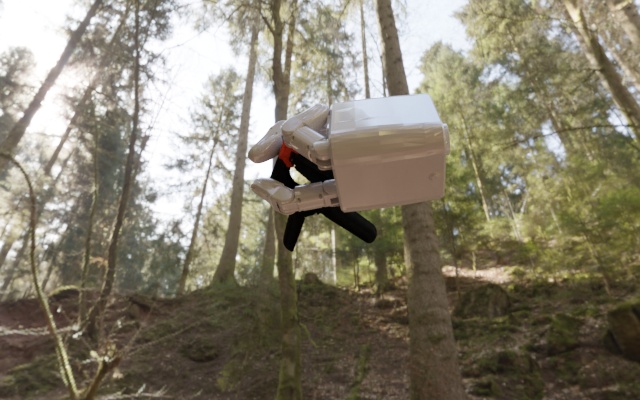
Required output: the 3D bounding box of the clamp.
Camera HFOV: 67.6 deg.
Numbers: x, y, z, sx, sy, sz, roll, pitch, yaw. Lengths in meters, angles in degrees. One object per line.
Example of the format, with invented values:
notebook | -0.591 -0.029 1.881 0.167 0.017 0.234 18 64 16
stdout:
clamp | 0.000 0.001 0.551 0.120 0.039 0.172 -6 -42 7
